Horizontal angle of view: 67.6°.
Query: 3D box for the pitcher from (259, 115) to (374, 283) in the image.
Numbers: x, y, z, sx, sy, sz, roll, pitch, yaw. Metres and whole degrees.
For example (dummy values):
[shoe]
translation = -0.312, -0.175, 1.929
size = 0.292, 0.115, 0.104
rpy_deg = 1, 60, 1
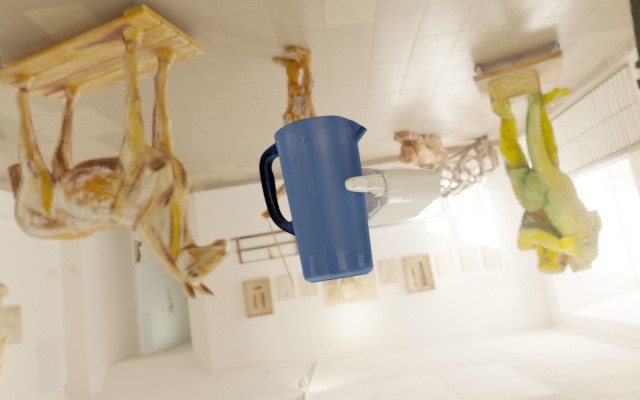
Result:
[pitcher]
translation = 0.000, 0.002, 0.745
size = 0.145, 0.242, 0.149
rpy_deg = -5, -10, -24
